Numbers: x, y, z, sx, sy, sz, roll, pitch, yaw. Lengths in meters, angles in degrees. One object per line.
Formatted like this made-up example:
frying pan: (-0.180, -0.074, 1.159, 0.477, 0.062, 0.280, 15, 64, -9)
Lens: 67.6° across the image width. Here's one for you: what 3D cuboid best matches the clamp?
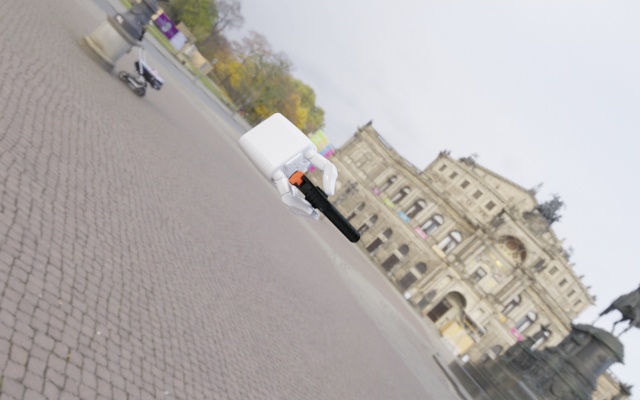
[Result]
clamp: (0.000, 0.002, 0.885, 0.164, 0.036, 0.210, 45, -1, 22)
